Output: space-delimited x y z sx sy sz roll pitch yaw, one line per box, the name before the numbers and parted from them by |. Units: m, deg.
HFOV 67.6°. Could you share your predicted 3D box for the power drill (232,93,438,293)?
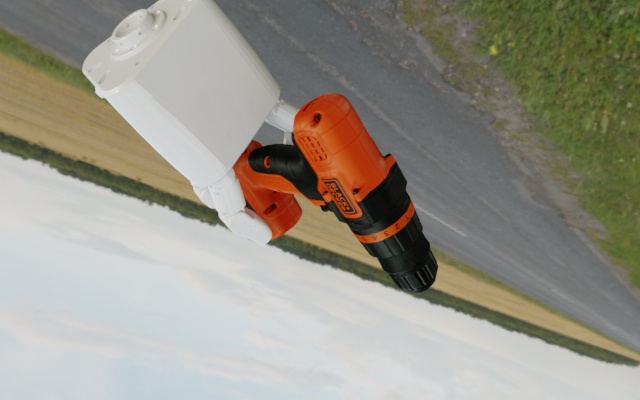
power drill | 0.000 0.001 0.423 0.187 0.184 0.057 -1 37 50
